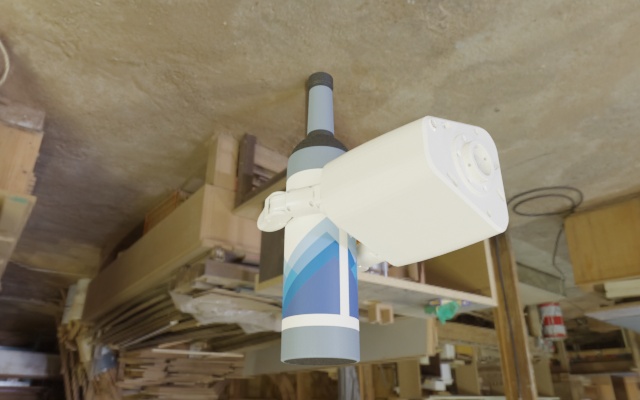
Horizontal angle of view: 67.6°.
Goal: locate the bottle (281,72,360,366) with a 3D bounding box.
[{"bbox_3d":[0.000,0.002,0.462,0.069,0.295,0.069,0,-24,0],"label":"bottle"}]
